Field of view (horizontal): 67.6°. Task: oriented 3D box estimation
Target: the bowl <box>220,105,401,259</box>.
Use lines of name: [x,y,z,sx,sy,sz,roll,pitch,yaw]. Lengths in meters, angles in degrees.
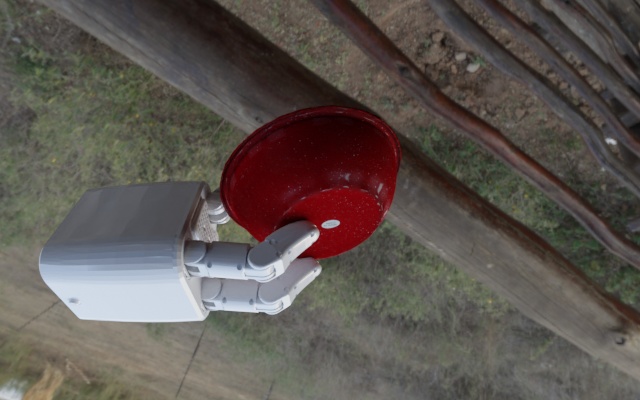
bowl: [0.001,0.001,0.400,0.162,0.055,0.162,-12,-39,-10]
